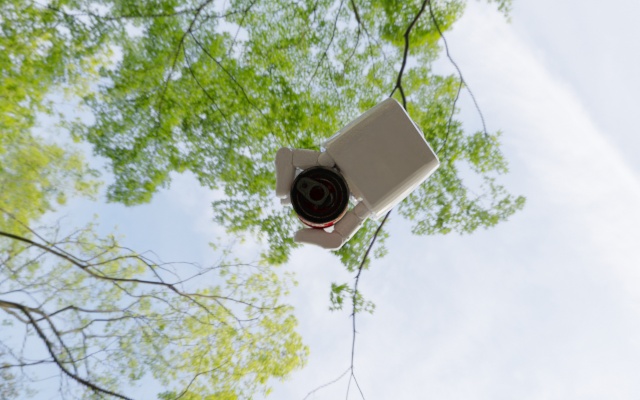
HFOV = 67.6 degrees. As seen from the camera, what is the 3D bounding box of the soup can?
[{"bbox_3d":[0.000,0.002,0.589,0.068,0.068,0.102,0,-10,1],"label":"soup can"}]
